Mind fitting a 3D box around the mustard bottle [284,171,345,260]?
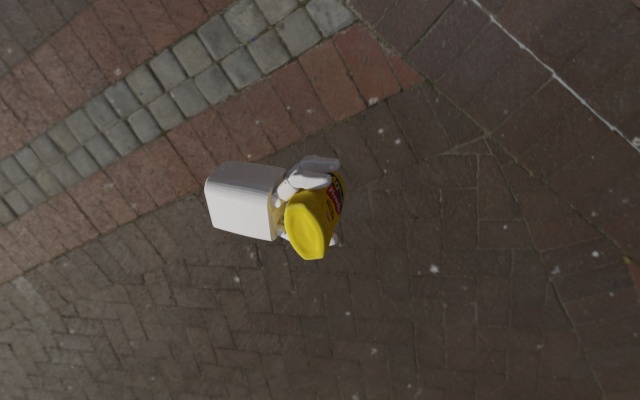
[{"bbox_3d":[0.000,0.003,0.754,0.058,0.096,0.191,-11,25,21],"label":"mustard bottle"}]
